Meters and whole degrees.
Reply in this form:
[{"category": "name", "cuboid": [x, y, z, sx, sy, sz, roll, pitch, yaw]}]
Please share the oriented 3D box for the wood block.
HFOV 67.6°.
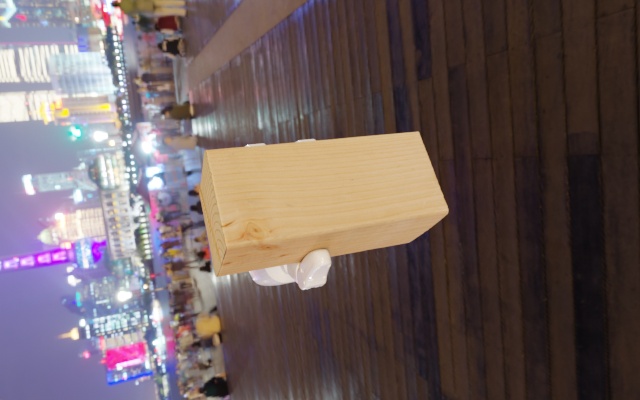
[{"category": "wood block", "cuboid": [0.000, 0.002, 0.451, 0.206, 0.090, 0.090, -8, -21, -21]}]
